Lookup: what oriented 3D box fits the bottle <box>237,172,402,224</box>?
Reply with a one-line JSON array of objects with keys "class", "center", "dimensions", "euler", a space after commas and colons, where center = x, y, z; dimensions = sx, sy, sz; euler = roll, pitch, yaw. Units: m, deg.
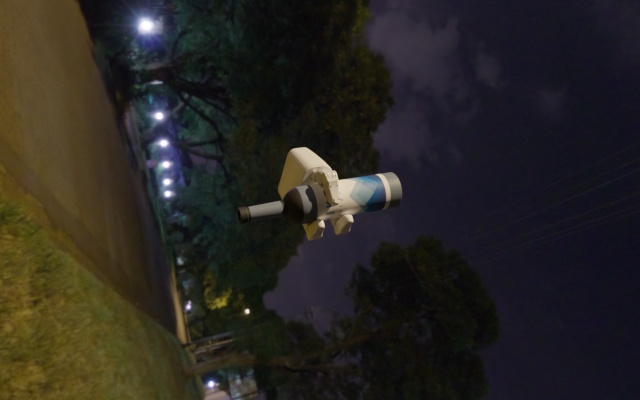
[{"class": "bottle", "center": [0.000, 0.003, 0.848], "dimensions": [0.295, 0.069, 0.069], "euler": [-10, 3, -20]}]
